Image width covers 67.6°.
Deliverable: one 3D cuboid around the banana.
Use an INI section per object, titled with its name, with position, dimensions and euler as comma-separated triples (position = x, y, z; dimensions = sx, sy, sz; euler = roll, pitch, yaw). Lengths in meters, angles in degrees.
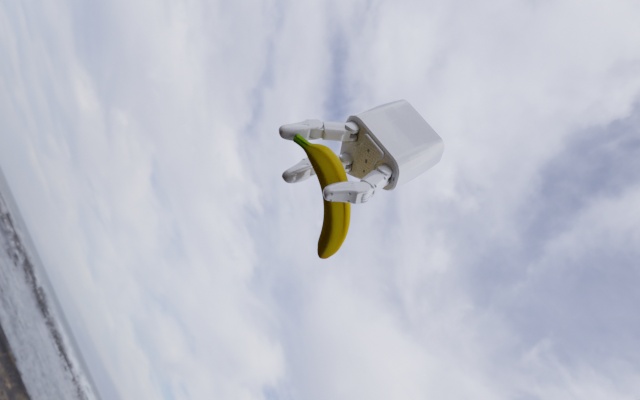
[banana]
position = 0.012, 0.004, 0.653
dimensions = 0.037, 0.198, 0.069
euler = -29, 33, -34
